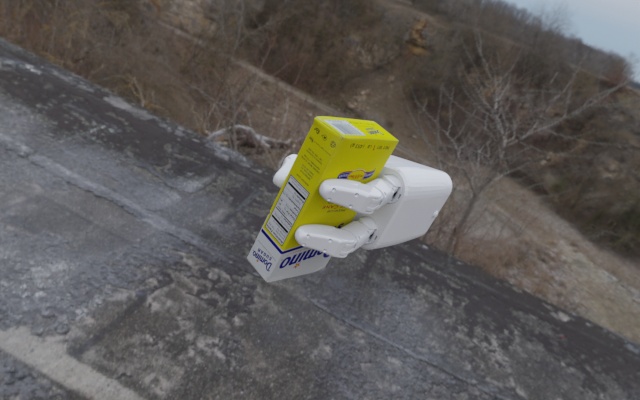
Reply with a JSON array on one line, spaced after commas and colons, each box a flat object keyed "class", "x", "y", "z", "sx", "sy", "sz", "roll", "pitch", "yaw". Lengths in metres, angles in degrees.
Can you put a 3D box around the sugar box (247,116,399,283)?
[{"class": "sugar box", "x": 0.001, "y": 0.002, "z": 0.487, "sx": 0.093, "sy": 0.176, "sz": 0.048, "roll": -5, "pitch": 39, "yaw": -47}]
